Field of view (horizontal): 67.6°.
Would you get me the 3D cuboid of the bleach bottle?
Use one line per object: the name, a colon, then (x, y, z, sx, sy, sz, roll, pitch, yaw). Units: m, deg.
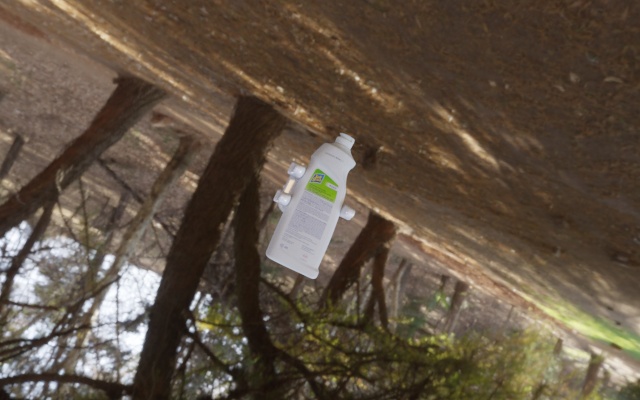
bleach bottle: (0.000, 0.003, 0.841, 0.102, 0.251, 0.068, 27, -3, -7)
